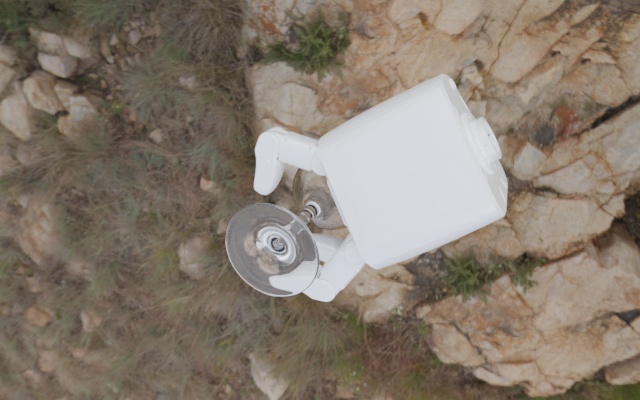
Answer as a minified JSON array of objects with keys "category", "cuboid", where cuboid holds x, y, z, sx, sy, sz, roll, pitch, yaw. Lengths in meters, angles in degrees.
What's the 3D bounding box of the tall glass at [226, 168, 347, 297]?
[{"category":"tall glass","cuboid":[0.000,0.002,0.426,0.079,0.079,0.201,0,21,22]}]
